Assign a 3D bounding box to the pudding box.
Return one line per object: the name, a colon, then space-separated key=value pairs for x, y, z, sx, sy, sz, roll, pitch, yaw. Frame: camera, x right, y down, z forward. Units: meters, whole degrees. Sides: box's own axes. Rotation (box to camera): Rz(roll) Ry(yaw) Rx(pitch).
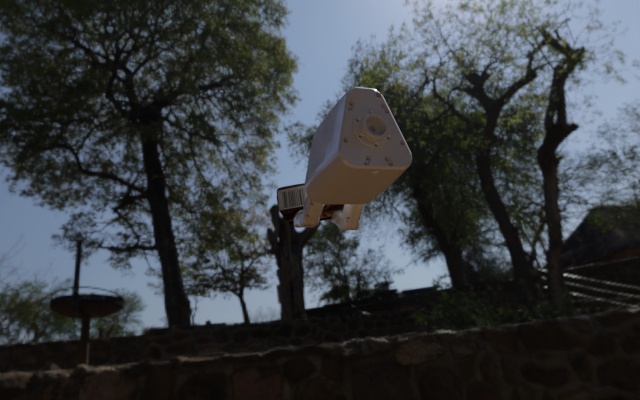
pudding box: x=0.000 y=0.002 z=0.696 sx=0.113 sy=0.039 sz=0.090 roll=-8 pitch=-19 yaw=5
